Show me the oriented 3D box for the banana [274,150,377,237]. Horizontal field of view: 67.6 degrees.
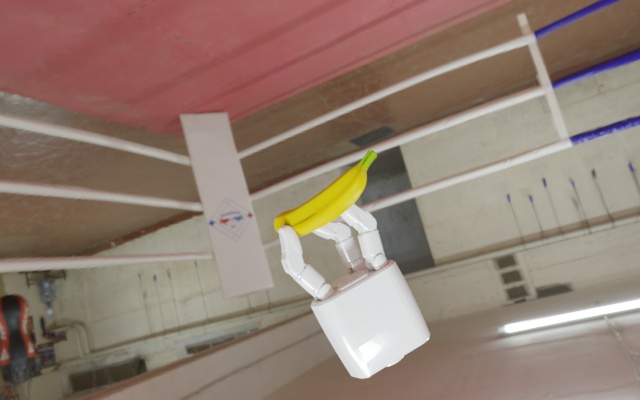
[{"bbox_3d":[-0.006,0.010,0.589,0.198,0.037,0.069,-33,13,41],"label":"banana"}]
